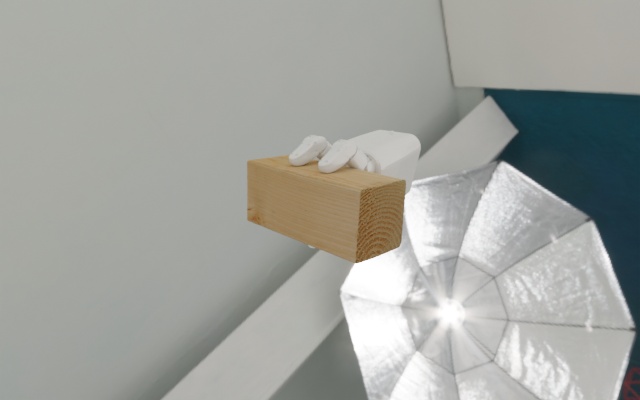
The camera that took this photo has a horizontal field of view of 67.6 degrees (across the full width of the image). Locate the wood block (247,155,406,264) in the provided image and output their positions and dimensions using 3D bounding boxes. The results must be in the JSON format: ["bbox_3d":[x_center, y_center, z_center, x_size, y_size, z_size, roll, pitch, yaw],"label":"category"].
[{"bbox_3d":[0.000,0.002,0.632,0.090,0.091,0.206,-14,22,-43],"label":"wood block"}]
